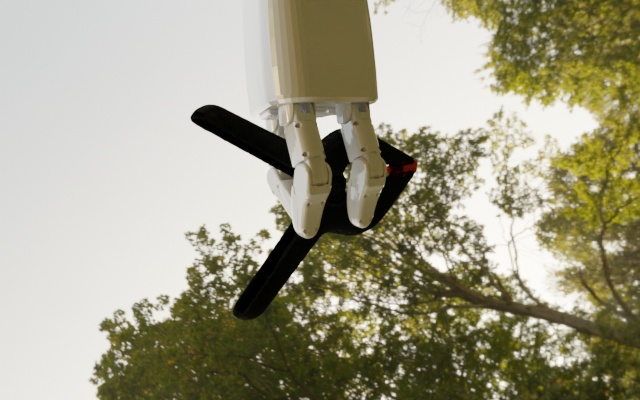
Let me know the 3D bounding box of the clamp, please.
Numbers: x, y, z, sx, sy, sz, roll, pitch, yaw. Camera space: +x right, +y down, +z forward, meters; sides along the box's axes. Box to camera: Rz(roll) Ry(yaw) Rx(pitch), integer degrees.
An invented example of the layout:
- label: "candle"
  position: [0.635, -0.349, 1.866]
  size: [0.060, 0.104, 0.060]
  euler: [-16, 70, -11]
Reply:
- label: "clamp"
  position: [0.000, 0.001, 0.406]
  size: [0.210, 0.164, 0.036]
  euler: [-8, 8, -34]
